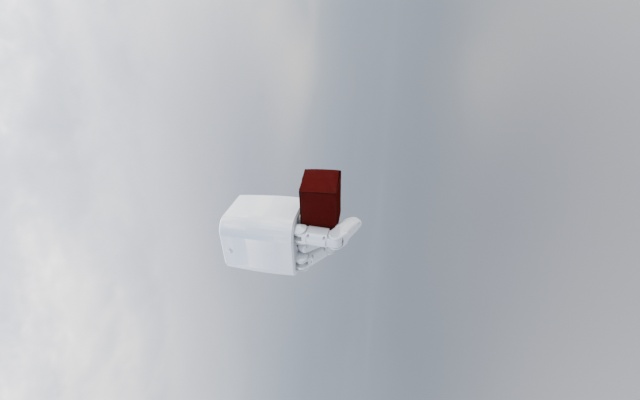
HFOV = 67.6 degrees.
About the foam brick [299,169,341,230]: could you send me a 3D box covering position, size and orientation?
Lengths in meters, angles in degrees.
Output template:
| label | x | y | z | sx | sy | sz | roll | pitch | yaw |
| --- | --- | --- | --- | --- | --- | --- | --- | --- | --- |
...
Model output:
| label | x | y | z | sx | sy | sz | roll | pitch | yaw |
| --- | --- | --- | --- | --- | --- | --- | --- | --- | --- |
| foam brick | 0.000 | 0.002 | 0.660 | 0.051 | 0.078 | 0.053 | 5 | 40 | 7 |
